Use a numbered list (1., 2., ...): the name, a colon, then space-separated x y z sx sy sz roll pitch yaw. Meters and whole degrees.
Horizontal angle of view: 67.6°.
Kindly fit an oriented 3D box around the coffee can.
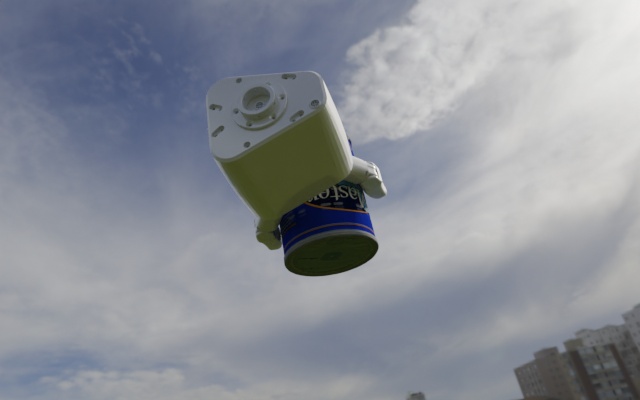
1. coffee can: 0.000 0.002 0.543 0.103 0.140 0.103 -9 -30 -5
